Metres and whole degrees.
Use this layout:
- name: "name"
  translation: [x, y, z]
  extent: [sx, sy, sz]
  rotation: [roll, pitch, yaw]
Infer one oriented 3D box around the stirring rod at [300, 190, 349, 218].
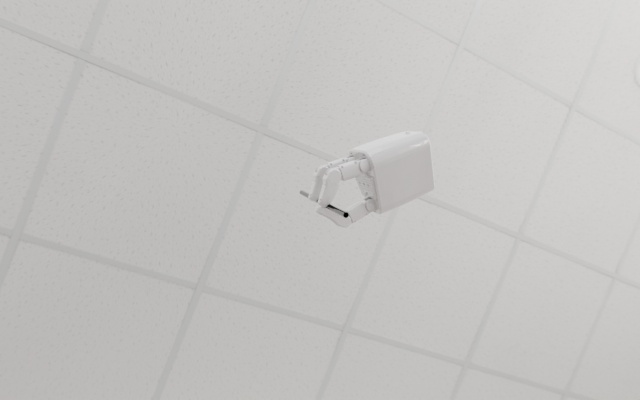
- name: "stirring rod"
  translation: [0.000, 0.003, 0.763]
  extent: [0.011, 0.011, 0.239]
  rotation: [0, 8, -17]
